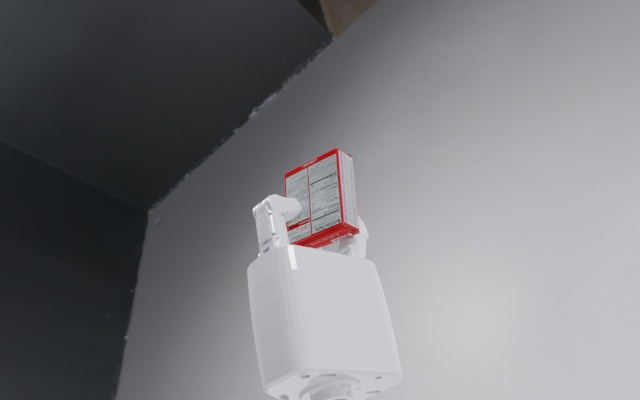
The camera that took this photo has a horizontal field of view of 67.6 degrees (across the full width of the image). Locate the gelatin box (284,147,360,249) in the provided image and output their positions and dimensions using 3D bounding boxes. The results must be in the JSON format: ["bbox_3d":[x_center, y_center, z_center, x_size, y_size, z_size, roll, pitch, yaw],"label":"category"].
[{"bbox_3d":[0.000,0.001,0.481,0.073,0.089,0.030,-24,-34,33],"label":"gelatin box"}]
